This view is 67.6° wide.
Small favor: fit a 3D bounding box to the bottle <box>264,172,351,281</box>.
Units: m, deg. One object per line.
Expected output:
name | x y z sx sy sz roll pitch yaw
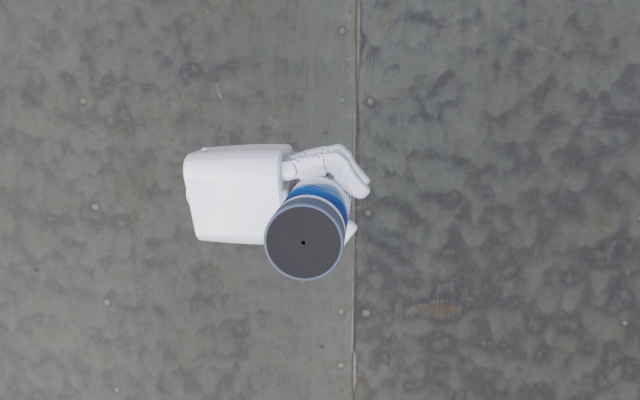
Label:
bottle | 0.000 0.002 0.532 0.069 0.069 0.295 0 13 6
